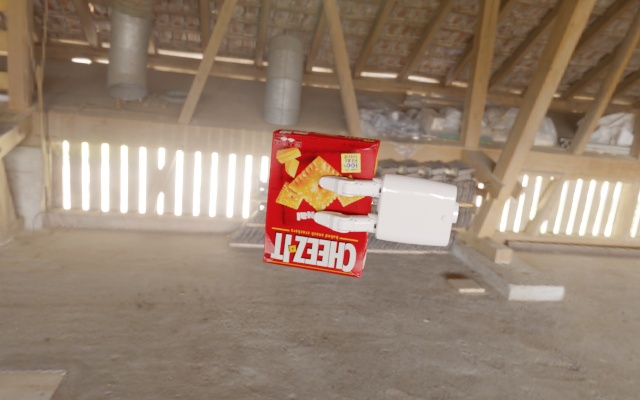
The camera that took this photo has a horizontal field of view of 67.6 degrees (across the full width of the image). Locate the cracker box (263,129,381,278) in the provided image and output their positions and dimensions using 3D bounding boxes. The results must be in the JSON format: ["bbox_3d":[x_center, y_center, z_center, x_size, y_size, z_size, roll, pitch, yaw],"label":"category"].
[{"bbox_3d":[0.000,0.002,0.755,0.164,0.214,0.072,8,13,9],"label":"cracker box"}]
